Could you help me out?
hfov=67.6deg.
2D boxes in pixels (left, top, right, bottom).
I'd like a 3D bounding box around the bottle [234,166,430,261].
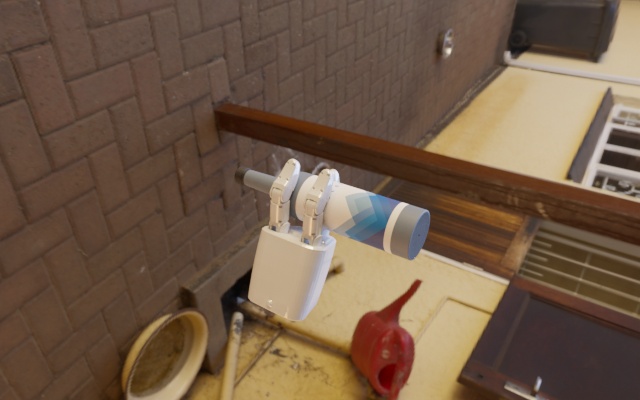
[{"bbox_3d":[0.000,0.002,0.662,0.295,0.069,0.069,19,9,28],"label":"bottle"}]
